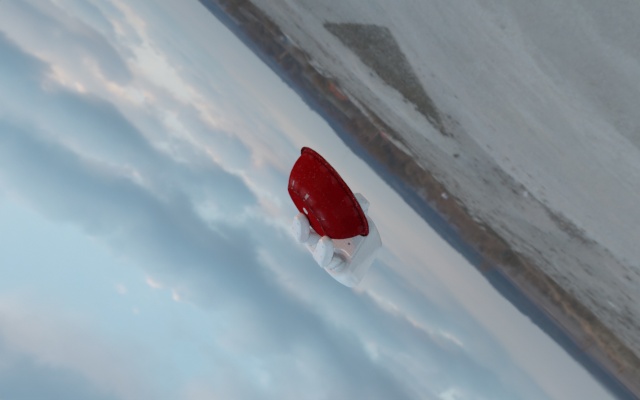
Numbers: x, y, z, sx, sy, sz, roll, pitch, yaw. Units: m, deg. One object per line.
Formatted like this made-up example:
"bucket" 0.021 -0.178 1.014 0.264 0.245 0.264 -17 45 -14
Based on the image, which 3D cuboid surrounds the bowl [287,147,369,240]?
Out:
"bowl" -0.001 0.002 0.700 0.055 0.162 0.162 -36 8 -12
